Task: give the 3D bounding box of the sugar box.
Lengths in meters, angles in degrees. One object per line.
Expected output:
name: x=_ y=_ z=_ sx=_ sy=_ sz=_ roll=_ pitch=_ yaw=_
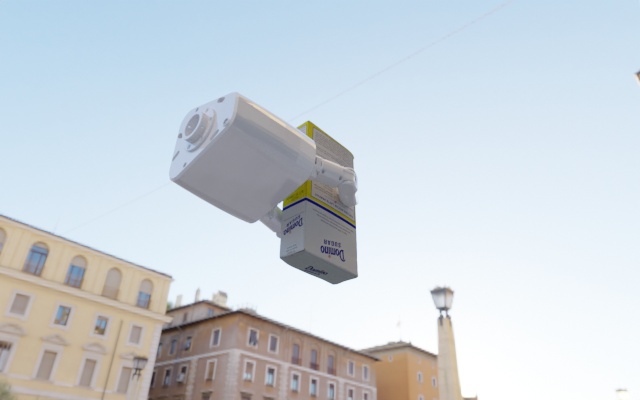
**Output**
sugar box: x=0.000 y=0.002 z=0.567 sx=0.048 sy=0.176 sz=0.093 roll=-23 pitch=-40 yaw=36
